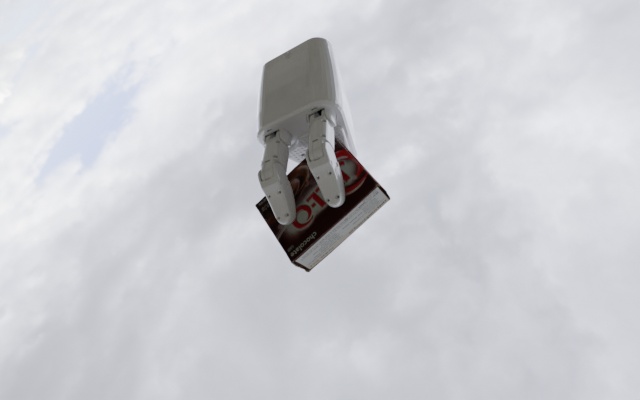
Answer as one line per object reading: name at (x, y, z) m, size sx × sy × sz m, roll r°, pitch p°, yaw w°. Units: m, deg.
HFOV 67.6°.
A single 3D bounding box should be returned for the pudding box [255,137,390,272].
pudding box at (0.000, 0.002, 0.481) m, size 0.039 × 0.113 × 0.090 m, roll 38°, pitch 11°, yaw -48°
